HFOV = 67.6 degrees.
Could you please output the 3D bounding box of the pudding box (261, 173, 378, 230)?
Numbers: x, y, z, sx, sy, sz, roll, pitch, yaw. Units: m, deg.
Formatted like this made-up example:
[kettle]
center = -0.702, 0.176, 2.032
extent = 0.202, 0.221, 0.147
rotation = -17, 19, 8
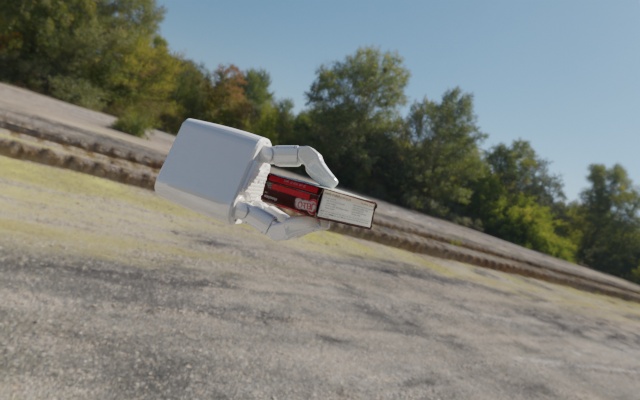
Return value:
[pudding box]
center = 0.000, 0.002, 0.568
extent = 0.090, 0.039, 0.113
rotation = 18, 4, 40
